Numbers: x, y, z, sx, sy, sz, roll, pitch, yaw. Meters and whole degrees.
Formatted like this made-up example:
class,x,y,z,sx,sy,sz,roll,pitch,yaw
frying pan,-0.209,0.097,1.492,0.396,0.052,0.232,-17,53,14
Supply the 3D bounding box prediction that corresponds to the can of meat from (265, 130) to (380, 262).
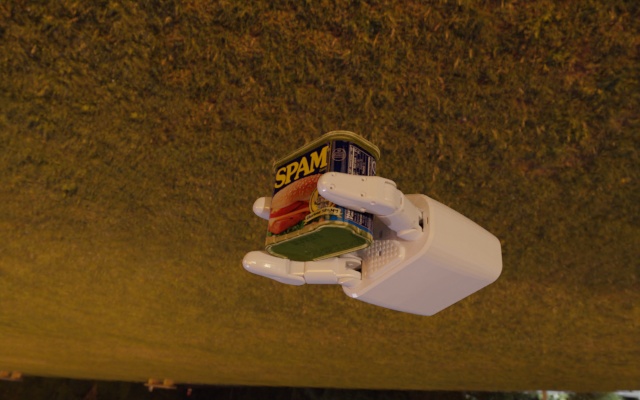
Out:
class,x,y,z,sx,sy,sz,roll,pitch,yaw
can of meat,0.000,0.002,0.407,0.057,0.084,0.102,26,-32,-36
